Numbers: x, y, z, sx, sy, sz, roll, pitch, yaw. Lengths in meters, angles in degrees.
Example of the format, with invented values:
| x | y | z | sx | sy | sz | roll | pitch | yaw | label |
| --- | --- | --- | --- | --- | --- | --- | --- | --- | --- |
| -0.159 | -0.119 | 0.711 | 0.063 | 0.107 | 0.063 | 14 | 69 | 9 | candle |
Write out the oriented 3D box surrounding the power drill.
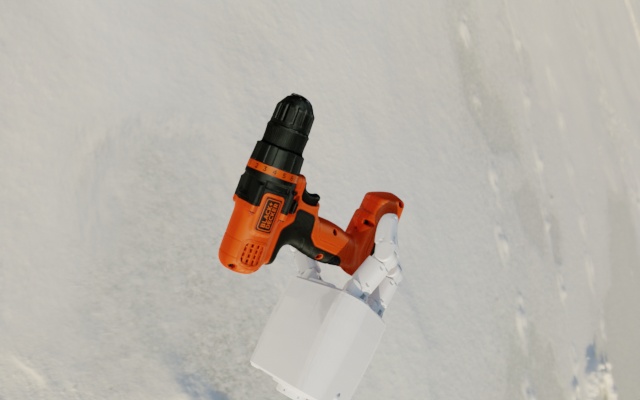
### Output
| x | y | z | sx | sy | sz | roll | pitch | yaw | label |
| --- | --- | --- | --- | --- | --- | --- | --- | --- | --- |
| 0.000 | 0.002 | 0.510 | 0.188 | 0.184 | 0.057 | 19 | 6 | -33 | power drill |
